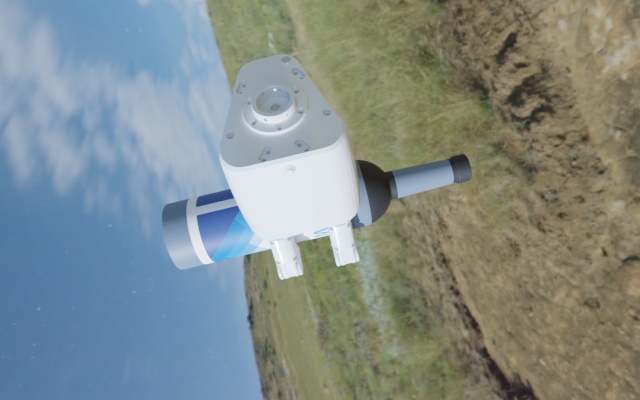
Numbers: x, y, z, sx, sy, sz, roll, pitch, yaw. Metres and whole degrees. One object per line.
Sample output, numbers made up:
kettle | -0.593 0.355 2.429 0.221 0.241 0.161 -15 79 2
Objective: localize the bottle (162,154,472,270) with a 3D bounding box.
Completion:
bottle | 0.000 0.002 0.469 0.296 0.069 0.069 -13 0 1
